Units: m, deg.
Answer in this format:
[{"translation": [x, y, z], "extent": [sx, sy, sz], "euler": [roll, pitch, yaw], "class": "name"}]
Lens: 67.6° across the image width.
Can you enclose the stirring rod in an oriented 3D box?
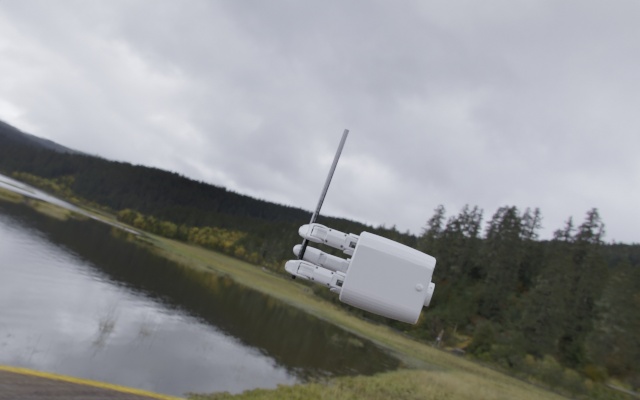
[{"translation": [0.000, 0.002, 0.714], "extent": [0.011, 0.239, 0.011], "euler": [19, -11, 4], "class": "stirring rod"}]
